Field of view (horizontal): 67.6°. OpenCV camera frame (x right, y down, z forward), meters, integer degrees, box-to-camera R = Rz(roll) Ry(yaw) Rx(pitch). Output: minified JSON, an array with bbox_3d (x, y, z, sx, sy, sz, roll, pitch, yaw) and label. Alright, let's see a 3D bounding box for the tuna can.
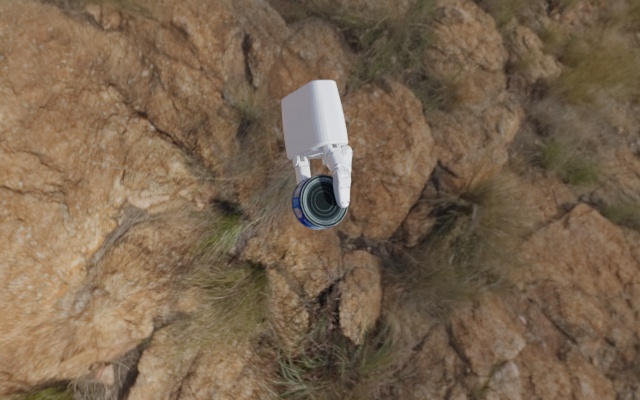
[{"bbox_3d":[0.000,0.002,0.753,0.086,0.086,0.034,0,-7,-25],"label":"tuna can"}]
